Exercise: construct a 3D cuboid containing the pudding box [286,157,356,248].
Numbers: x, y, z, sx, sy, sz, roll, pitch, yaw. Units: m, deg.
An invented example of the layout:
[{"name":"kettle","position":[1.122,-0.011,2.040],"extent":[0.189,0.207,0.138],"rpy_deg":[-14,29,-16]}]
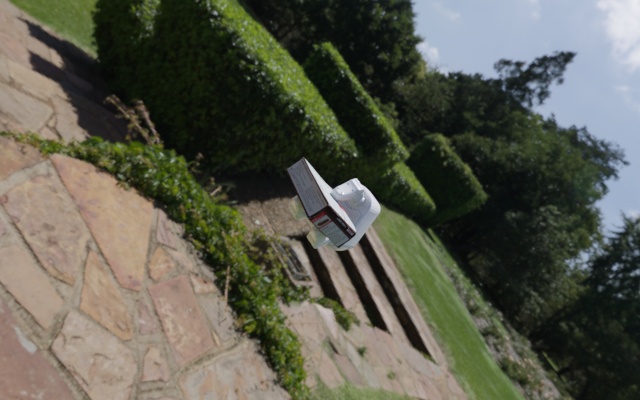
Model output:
[{"name":"pudding box","position":[0.000,0.002,0.696],"extent":[0.039,0.113,0.090],"rpy_deg":[-37,-44,8]}]
